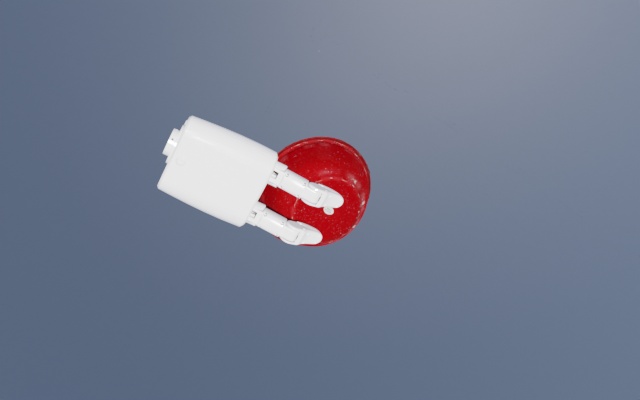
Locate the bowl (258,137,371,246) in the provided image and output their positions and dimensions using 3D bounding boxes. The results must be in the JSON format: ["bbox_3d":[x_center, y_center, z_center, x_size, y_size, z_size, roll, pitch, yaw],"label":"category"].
[{"bbox_3d":[0.001,0.002,0.620,0.162,0.162,0.055,0,26,-20],"label":"bowl"}]
